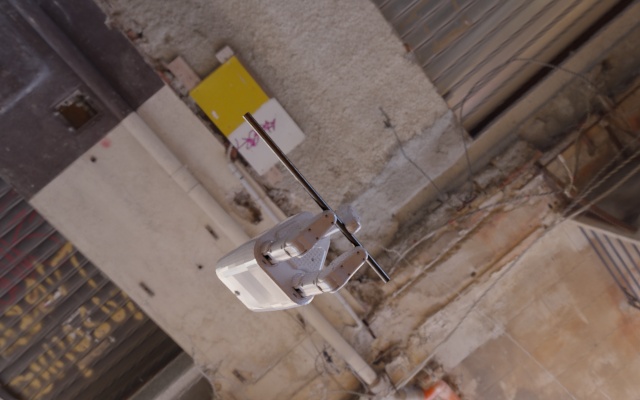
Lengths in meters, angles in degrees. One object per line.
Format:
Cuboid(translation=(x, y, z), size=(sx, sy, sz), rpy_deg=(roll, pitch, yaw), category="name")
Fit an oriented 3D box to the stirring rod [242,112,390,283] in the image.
Cuboid(translation=(0.000, 0.002, 0.510), size=(0.011, 0.239, 0.011), rpy_deg=(-37, 15, 12), category="stirring rod")
